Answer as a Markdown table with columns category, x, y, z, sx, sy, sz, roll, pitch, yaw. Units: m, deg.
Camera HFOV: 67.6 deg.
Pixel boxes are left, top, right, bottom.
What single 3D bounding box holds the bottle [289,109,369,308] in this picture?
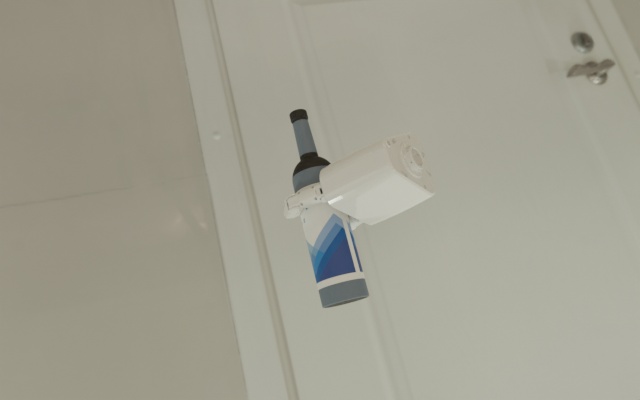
| category | x | y | z | sx | sy | sz | roll | pitch | yaw |
| --- | --- | --- | --- | --- | --- | --- | --- | --- | --- |
| bottle | 0.000 | 0.003 | 0.694 | 0.069 | 0.295 | 0.069 | -13 | -16 | -4 |
